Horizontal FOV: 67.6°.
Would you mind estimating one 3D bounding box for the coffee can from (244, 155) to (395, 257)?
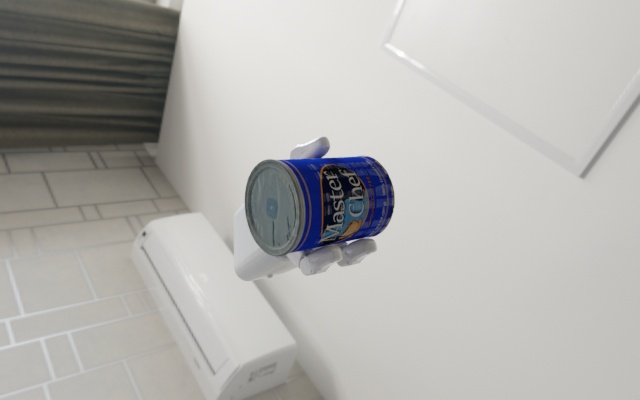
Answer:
[{"bbox_3d":[0.000,0.002,0.544,0.140,0.103,0.103,-7,4,-40],"label":"coffee can"}]
